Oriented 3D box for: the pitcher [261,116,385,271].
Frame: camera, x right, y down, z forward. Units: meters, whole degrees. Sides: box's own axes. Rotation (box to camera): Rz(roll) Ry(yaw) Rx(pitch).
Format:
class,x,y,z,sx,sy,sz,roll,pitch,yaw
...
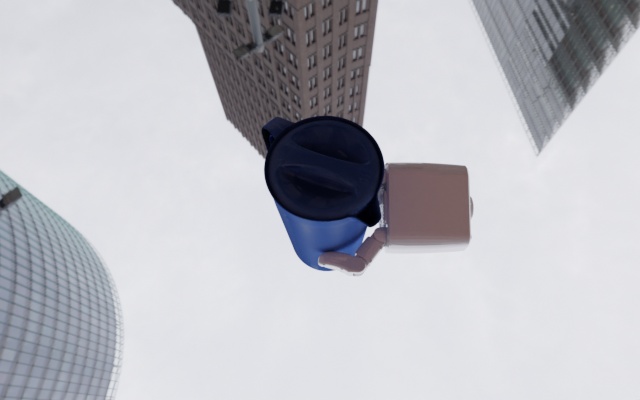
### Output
class,x,y,z,sx,sy,sz,roll,pitch,yaw
pitcher,0.000,0.002,0.630,0.145,0.149,0.243,0,-25,1
